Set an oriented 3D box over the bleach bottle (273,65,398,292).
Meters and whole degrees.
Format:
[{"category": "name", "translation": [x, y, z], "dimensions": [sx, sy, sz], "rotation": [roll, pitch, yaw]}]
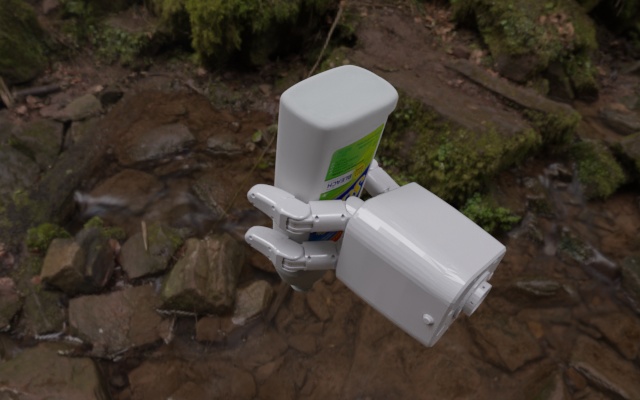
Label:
[{"category": "bleach bottle", "translation": [0.000, 0.002, 0.471], "dimensions": [0.102, 0.251, 0.068], "rotation": [-31, 57, -34]}]
